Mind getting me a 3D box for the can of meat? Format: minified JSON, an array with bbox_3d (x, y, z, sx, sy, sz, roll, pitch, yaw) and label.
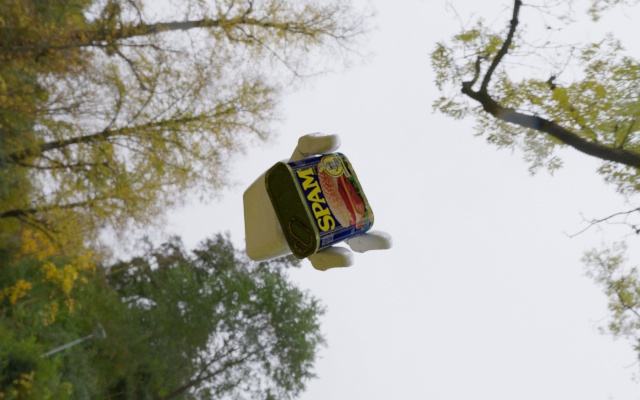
[{"bbox_3d":[0.000,0.002,0.517,0.084,0.102,0.057,-16,-11,-36],"label":"can of meat"}]
